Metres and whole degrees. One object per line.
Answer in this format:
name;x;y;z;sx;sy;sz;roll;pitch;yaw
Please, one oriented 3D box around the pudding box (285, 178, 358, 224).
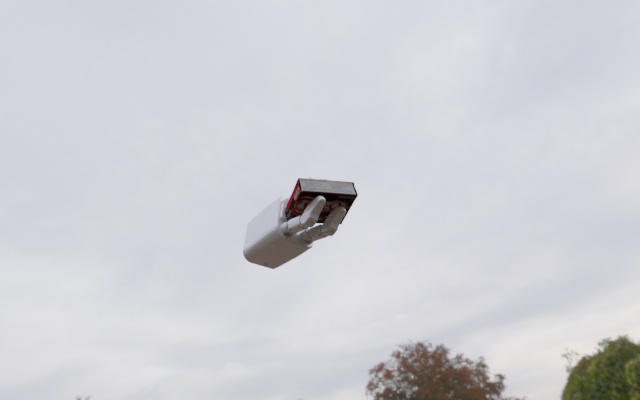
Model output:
pudding box;0.000;0.003;0.884;0.113;0.039;0.090;2;-39;-22
